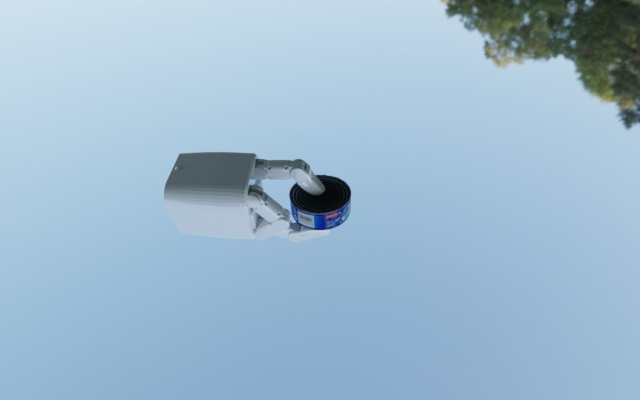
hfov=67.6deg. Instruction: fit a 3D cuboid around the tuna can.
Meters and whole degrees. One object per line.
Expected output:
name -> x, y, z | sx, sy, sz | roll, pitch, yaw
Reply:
tuna can -> 0.000, 0.003, 0.667 | 0.086, 0.034, 0.086 | -2, 39, 1
